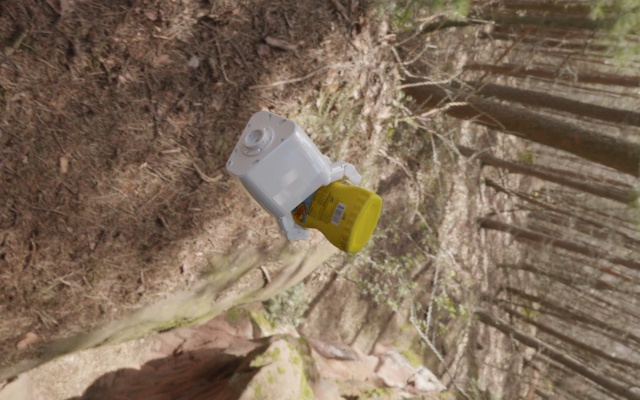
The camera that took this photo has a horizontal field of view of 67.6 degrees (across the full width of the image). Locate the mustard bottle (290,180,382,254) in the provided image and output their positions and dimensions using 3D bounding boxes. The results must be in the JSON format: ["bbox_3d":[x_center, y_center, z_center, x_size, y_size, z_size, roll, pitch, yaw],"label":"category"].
[{"bbox_3d":[0.000,0.003,0.752,0.191,0.096,0.058,27,8,39],"label":"mustard bottle"}]
